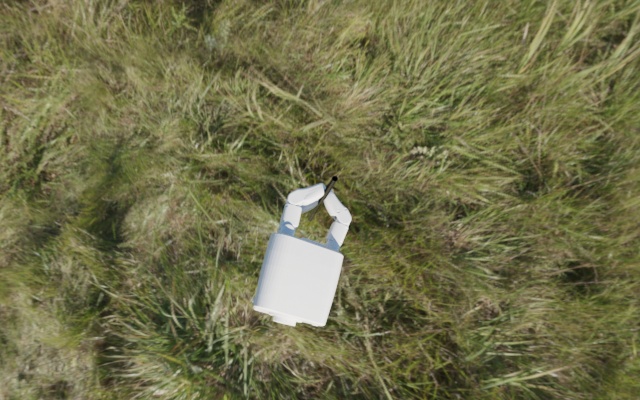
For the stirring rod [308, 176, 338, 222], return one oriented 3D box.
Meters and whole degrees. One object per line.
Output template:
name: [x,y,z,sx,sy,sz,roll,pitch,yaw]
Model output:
stirring rod: [0.000,0.003,0.743,0.011,0.011,0.239,0,-15,-9]
